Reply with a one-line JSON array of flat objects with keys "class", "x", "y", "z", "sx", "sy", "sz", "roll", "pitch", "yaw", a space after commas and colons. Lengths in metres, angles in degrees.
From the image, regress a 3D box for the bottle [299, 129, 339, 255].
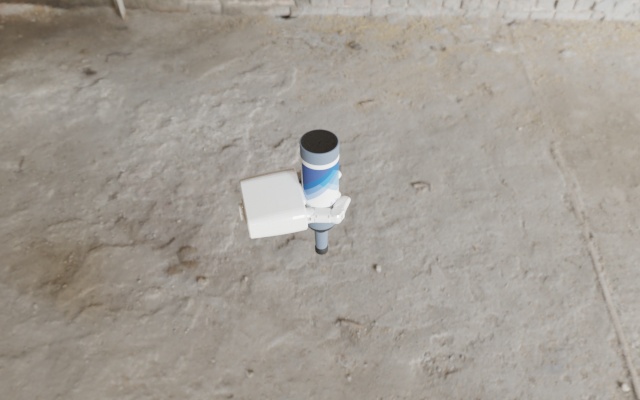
[{"class": "bottle", "x": 0.000, "y": 0.003, "z": 0.899, "sx": 0.069, "sy": 0.069, "sz": 0.296, "roll": 0, "pitch": -43, "yaw": 1}]
